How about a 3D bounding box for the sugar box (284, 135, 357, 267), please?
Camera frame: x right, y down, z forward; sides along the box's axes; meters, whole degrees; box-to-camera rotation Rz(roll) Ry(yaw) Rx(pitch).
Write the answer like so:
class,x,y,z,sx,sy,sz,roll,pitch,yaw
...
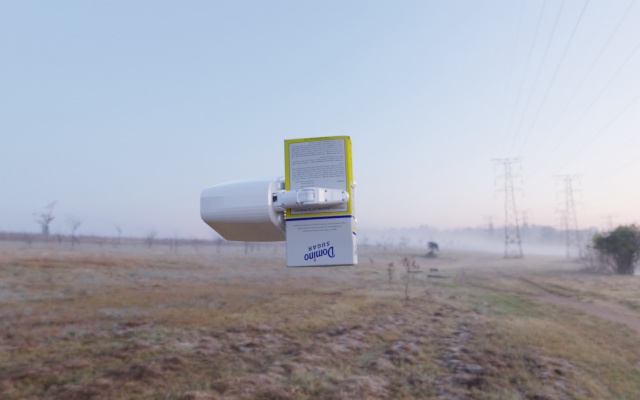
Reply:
class,x,y,z,sx,sy,sz,roll,pitch,yaw
sugar box,0.000,0.002,0.654,0.093,0.176,0.048,-3,-7,11
